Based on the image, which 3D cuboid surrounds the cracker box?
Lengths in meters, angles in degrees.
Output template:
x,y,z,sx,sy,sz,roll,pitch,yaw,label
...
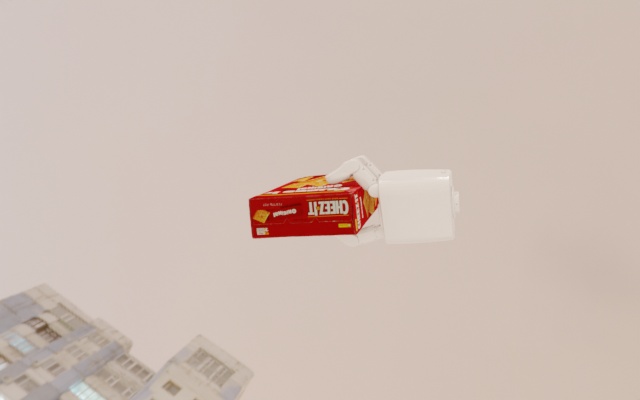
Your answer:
x,y,z,sx,sy,sz,roll,pitch,yaw,label
0.000,0.003,0.790,0.164,0.072,0.213,-4,9,17,cracker box
